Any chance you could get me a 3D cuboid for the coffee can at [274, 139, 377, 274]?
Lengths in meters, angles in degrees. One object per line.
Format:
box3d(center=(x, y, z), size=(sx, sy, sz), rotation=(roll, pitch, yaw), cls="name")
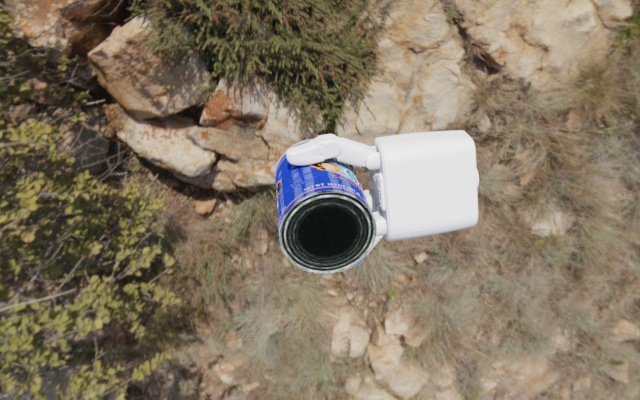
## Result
box3d(center=(0.000, 0.002, 0.552), size=(0.103, 0.103, 0.140), rotation=(0, 29, -7), cls="coffee can")
